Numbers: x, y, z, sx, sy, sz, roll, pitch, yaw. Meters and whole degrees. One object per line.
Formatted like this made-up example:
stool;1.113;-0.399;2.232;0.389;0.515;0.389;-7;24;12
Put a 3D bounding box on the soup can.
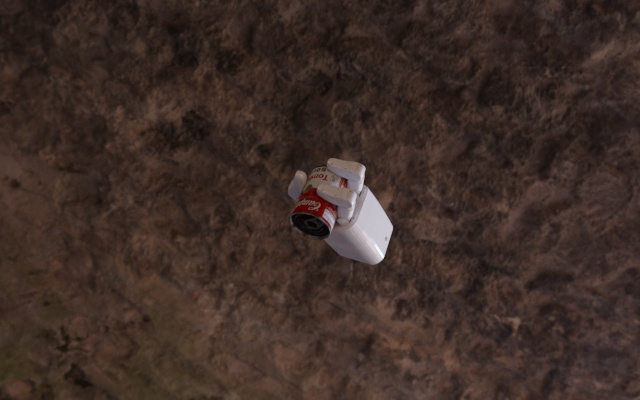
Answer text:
soup can;0.000;0.002;0.764;0.068;0.102;0.069;16;-35;11
